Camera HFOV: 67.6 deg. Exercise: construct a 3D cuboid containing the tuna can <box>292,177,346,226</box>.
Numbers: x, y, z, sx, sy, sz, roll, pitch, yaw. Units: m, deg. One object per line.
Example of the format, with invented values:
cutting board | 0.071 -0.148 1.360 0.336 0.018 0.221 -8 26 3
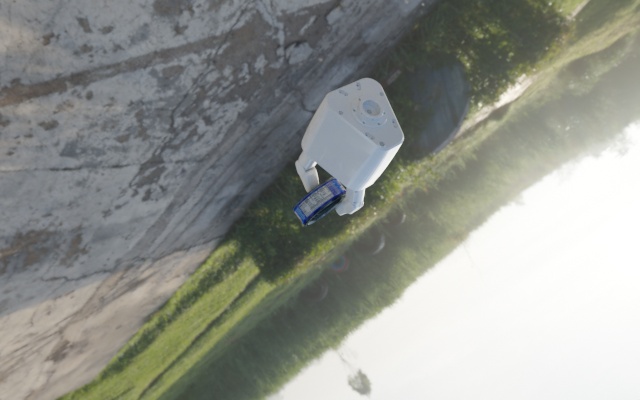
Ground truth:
tuna can | 0.000 0.003 0.740 0.086 0.033 0.086 -36 -9 -6
